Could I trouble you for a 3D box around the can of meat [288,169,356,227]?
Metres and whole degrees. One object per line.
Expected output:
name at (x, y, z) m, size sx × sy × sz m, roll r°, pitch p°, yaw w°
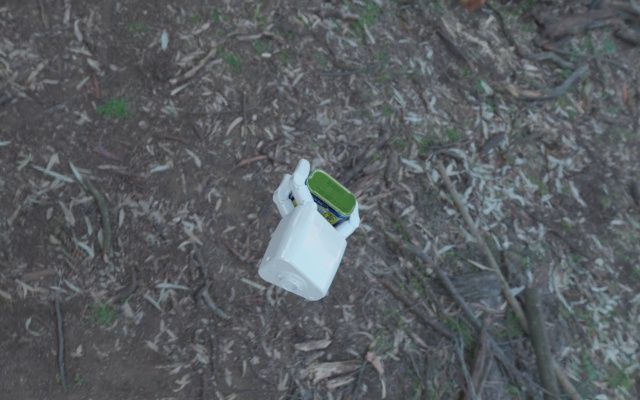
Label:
can of meat at (0.000, 0.003, 0.826) m, size 0.102 × 0.057 × 0.084 m, roll 37°, pitch -39°, yaw -11°
